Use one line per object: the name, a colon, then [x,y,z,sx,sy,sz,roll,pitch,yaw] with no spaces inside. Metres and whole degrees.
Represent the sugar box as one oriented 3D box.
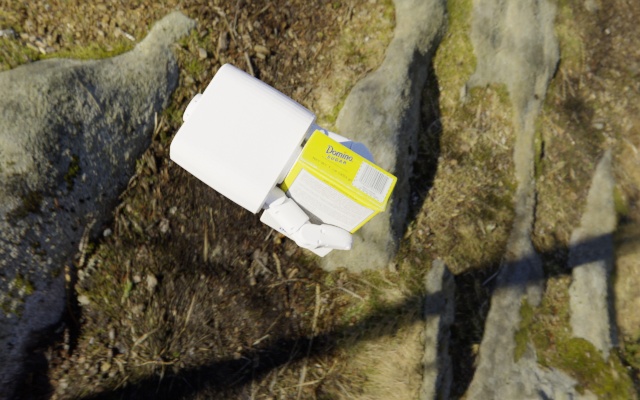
sugar box: [0.000,0.001,0.511,0.093,0.048,0.176,31,-25,-6]
